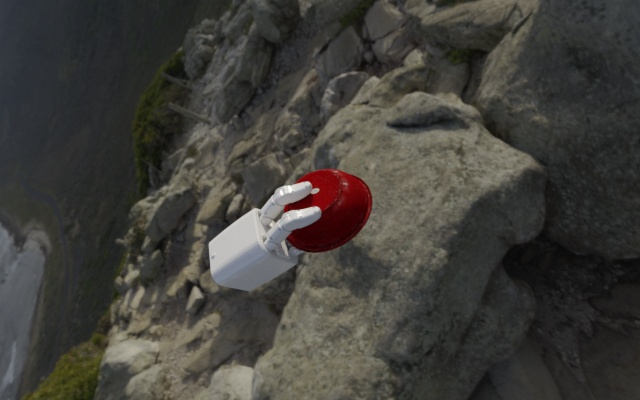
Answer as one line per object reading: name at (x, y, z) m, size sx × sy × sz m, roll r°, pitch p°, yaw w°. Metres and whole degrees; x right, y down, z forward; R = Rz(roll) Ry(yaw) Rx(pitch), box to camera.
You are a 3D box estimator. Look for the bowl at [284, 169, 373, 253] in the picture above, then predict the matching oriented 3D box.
bowl at (0.001, 0.001, 0.776) m, size 0.162 × 0.162 × 0.055 m, roll 0°, pitch -37°, yaw 28°
